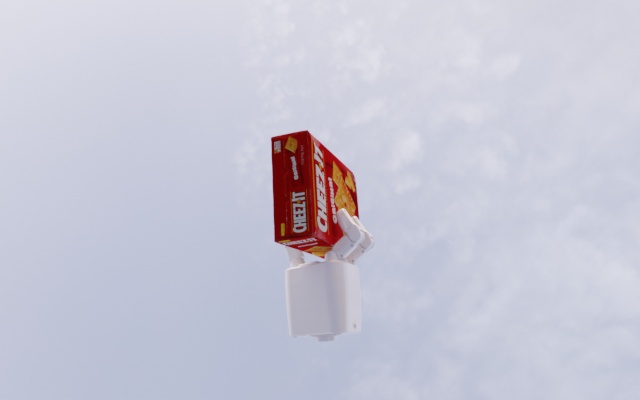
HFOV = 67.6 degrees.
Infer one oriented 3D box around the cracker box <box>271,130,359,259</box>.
[{"bbox_3d":[0.000,0.003,0.778,0.072,0.164,0.214,-11,-18,20],"label":"cracker box"}]
